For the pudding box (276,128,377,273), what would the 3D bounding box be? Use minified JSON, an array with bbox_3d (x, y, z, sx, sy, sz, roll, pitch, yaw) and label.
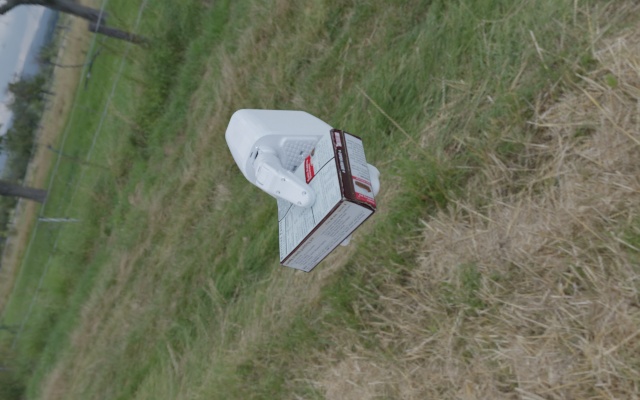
[{"bbox_3d":[0.000,0.001,0.451,0.039,0.090,0.113,16,-44,-27],"label":"pudding box"}]
